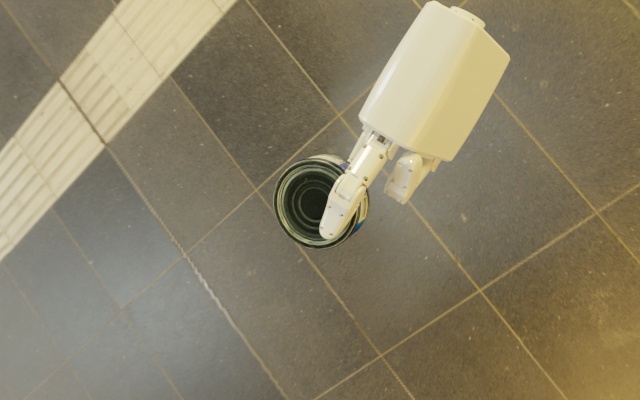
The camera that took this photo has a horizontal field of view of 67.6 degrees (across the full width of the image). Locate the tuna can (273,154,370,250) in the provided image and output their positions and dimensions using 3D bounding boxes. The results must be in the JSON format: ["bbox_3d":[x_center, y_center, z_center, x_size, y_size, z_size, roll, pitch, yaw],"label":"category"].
[{"bbox_3d":[0.000,0.002,0.440,0.086,0.086,0.033,0,11,22],"label":"tuna can"}]
